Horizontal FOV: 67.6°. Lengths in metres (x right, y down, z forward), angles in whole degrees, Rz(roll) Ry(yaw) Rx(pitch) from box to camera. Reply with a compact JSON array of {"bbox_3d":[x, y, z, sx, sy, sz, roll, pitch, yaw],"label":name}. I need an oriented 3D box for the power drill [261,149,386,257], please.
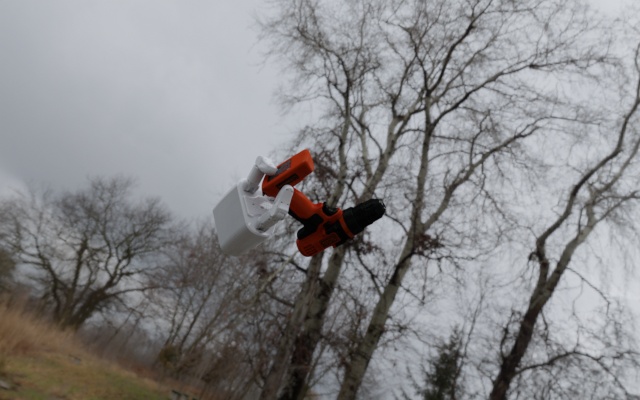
[{"bbox_3d":[0.000,0.003,0.852,0.184,0.188,0.057,-30,26,16],"label":"power drill"}]
